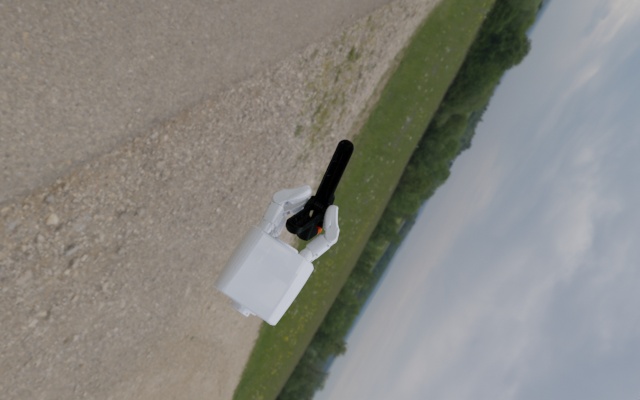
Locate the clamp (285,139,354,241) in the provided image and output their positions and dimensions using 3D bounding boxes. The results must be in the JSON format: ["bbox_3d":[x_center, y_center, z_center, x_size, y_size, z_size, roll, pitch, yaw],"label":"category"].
[{"bbox_3d":[0.001,0.003,0.757,0.036,0.164,0.210,31,-15,8],"label":"clamp"}]
